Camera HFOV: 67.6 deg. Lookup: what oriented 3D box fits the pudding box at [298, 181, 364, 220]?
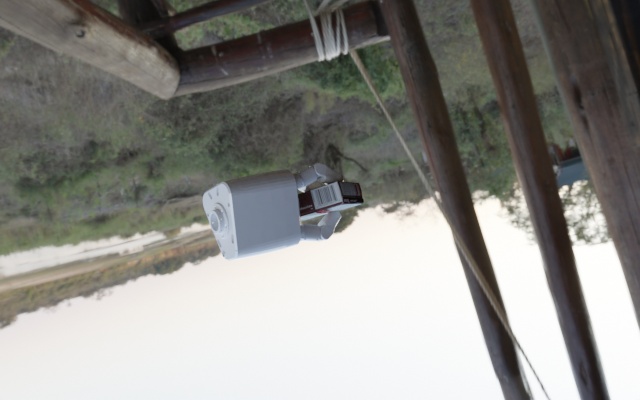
[{"bbox_3d":[0.000,0.003,0.756,0.113,0.039,0.090,-15,-5,25],"label":"pudding box"}]
